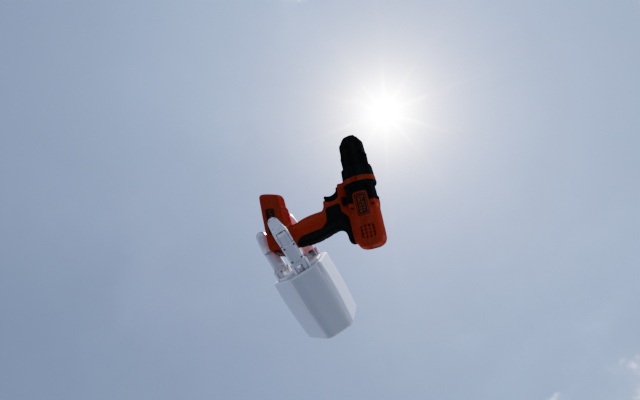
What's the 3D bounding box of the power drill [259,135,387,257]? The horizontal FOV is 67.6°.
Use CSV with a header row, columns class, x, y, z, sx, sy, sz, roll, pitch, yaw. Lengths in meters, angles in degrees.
class,x,y,z,sx,sy,sz,roll,pitch,yaw
power drill,0.000,0.003,0.755,0.187,0.184,0.057,-16,-17,15
